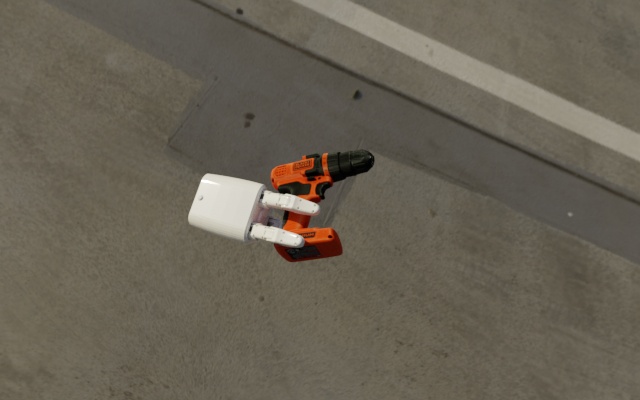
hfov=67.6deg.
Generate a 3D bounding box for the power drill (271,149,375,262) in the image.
[{"bbox_3d":[0.000,0.003,0.780,0.184,0.187,0.057,-12,-40,20],"label":"power drill"}]
